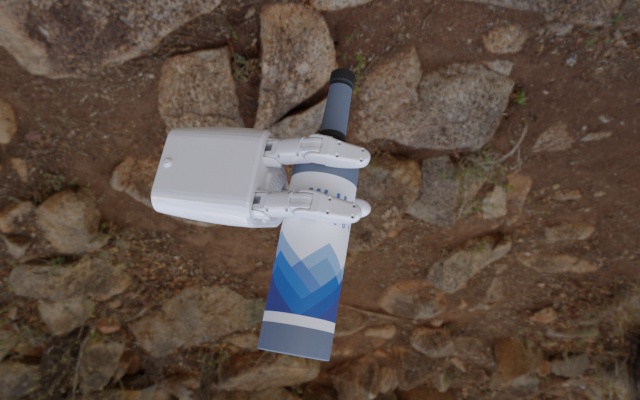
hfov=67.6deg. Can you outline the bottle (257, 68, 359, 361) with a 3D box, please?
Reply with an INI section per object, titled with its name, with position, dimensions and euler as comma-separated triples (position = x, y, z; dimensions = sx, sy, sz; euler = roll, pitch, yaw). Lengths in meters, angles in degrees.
[bottle]
position = 0.000, 0.002, 0.476
dimensions = 0.069, 0.295, 0.069
euler = 9, -17, 3
